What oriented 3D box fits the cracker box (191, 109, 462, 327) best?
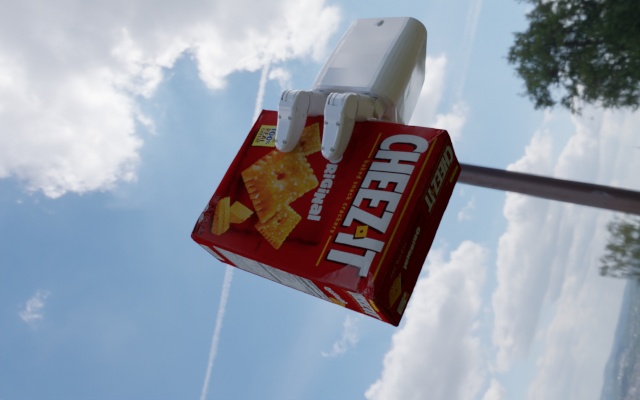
[{"bbox_3d":[0.000,0.002,0.455,0.213,0.164,0.072,13,-24,34],"label":"cracker box"}]
